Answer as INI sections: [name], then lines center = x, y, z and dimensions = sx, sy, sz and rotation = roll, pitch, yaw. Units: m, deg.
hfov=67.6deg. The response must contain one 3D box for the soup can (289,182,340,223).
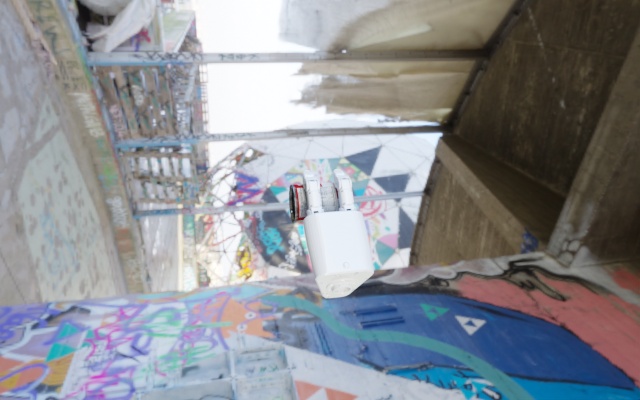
[soup can]
center = 0.000, 0.002, 0.835
dimensions = 0.102, 0.068, 0.068
rotation = -4, 1, -12
